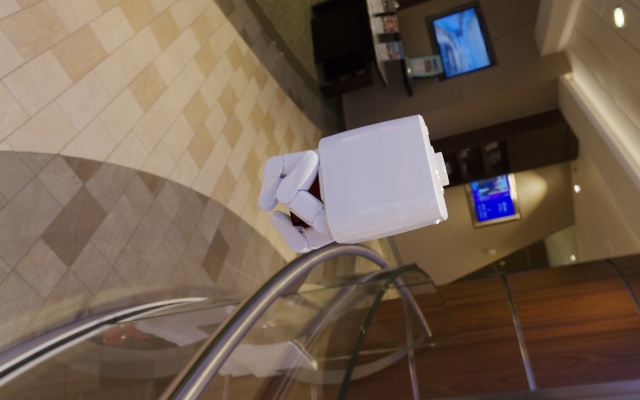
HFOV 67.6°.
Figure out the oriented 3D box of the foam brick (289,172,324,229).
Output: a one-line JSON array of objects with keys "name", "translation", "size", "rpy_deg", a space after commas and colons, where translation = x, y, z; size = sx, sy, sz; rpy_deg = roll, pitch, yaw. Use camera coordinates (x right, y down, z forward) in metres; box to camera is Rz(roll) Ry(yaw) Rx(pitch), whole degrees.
[{"name": "foam brick", "translation": [0.000, 0.002, 0.547], "size": [0.051, 0.053, 0.078], "rpy_deg": [-15, -10, 16]}]
